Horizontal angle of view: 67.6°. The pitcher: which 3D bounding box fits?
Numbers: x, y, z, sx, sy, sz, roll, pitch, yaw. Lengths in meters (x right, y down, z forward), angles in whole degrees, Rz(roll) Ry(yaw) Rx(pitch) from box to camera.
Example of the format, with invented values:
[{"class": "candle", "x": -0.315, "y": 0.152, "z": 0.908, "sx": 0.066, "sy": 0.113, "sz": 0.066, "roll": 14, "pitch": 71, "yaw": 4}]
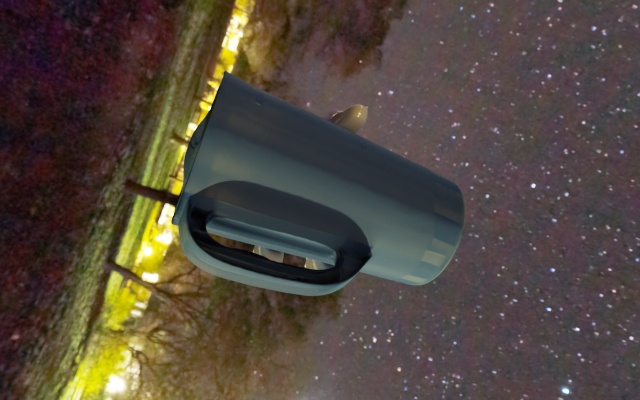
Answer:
[{"class": "pitcher", "x": 0.000, "y": 0.001, "z": 0.420, "sx": 0.243, "sy": 0.149, "sz": 0.145, "roll": 20, "pitch": 1, "yaw": -16}]
